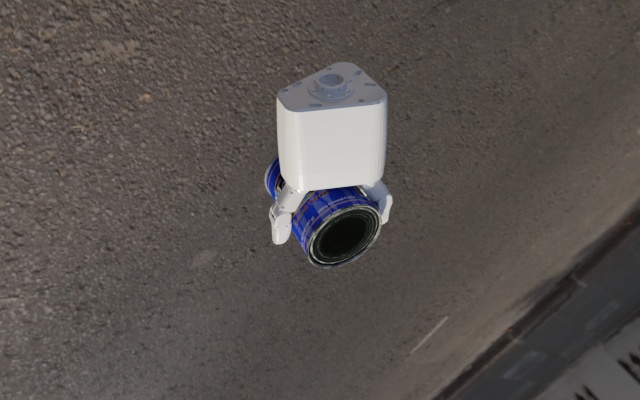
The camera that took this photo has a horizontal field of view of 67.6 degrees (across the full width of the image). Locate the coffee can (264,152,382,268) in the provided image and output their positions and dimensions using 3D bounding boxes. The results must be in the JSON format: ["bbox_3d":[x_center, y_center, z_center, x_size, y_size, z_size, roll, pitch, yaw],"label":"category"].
[{"bbox_3d":[0.000,0.002,0.619,0.103,0.103,0.140,0,39,-34],"label":"coffee can"}]
